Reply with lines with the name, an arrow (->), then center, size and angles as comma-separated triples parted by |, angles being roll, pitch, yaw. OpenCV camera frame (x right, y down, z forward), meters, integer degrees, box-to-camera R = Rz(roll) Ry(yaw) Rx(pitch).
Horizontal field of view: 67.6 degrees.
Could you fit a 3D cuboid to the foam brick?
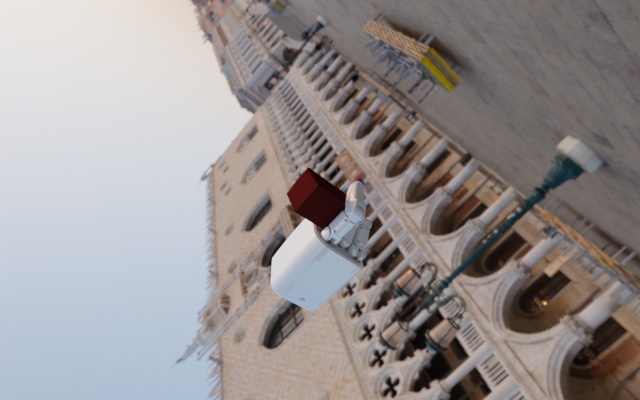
foam brick -> 0.000, 0.002, 0.674 | 0.078, 0.051, 0.053 | 34, 16, -33
